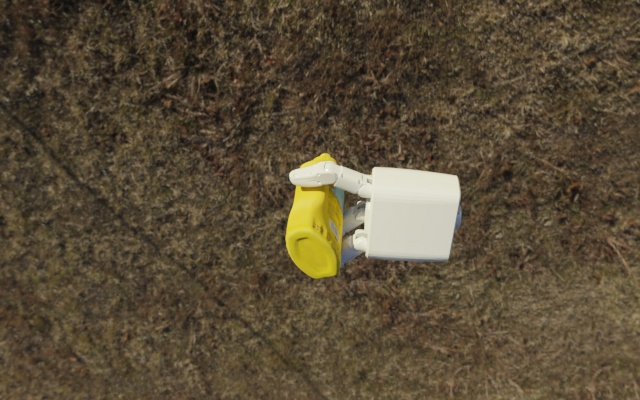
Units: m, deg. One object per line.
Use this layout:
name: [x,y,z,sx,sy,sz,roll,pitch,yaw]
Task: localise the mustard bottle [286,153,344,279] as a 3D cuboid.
mustard bottle: [0.000,0.002,0.636,0.058,0.191,0.096,-14,-50,20]
